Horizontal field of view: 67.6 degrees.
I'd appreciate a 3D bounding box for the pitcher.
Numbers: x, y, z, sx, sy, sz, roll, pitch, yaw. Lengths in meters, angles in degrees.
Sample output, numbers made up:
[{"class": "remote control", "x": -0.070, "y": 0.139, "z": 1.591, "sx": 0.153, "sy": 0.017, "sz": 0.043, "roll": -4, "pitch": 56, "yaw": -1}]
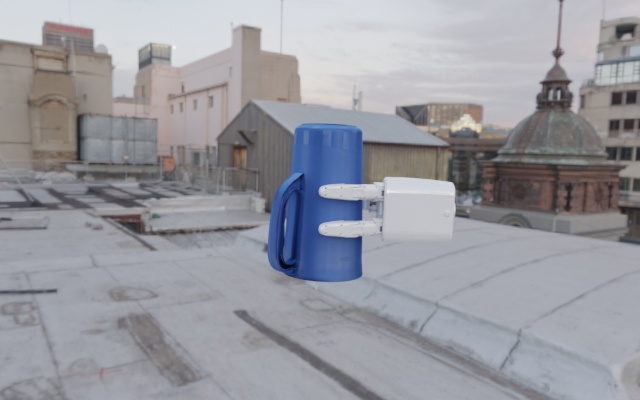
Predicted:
[{"class": "pitcher", "x": 0.000, "y": 0.002, "z": 0.757, "sx": 0.145, "sy": 0.243, "sz": 0.149, "roll": 3, "pitch": 5, "yaw": 3}]
